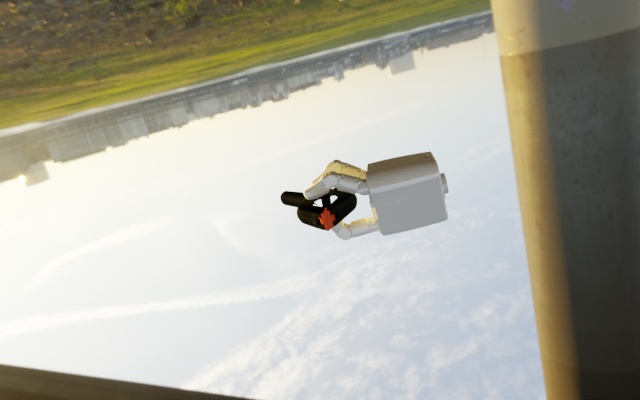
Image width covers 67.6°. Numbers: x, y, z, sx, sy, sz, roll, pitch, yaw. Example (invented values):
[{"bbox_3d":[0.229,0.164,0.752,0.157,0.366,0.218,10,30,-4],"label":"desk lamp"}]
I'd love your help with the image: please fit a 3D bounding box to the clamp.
[{"bbox_3d":[0.001,0.003,0.763,0.164,0.036,0.210,-14,16,11],"label":"clamp"}]
